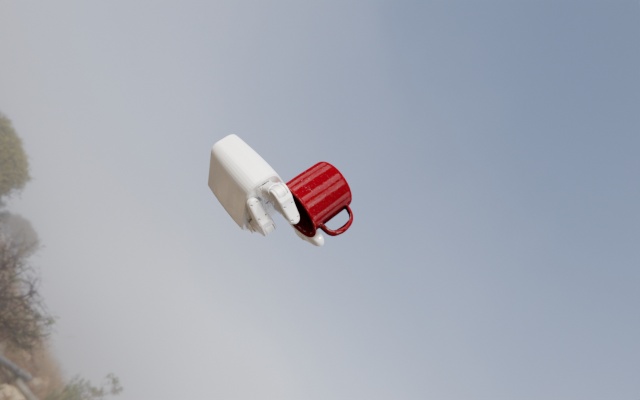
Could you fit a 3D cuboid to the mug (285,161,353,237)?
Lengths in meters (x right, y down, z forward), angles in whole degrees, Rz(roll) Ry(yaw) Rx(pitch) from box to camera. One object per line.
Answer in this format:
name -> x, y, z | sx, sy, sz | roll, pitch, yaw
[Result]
mug -> 0.001, 0.003, 0.706 | 0.081, 0.117, 0.093 | -35, -25, -23
